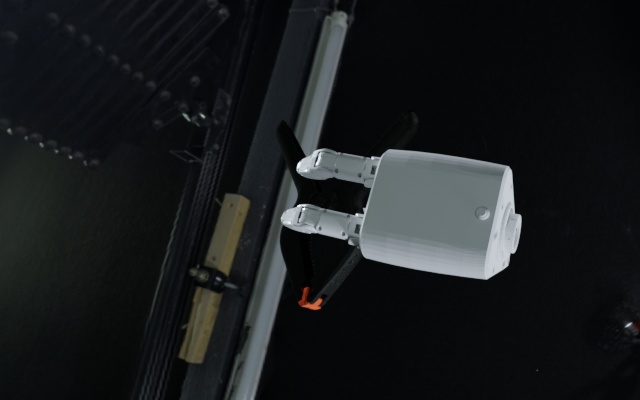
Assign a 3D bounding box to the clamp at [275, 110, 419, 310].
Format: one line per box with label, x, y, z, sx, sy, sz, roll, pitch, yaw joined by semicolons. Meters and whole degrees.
clamp;0.001;0.002;0.488;0.164;0.210;0.036;9;-14;33
